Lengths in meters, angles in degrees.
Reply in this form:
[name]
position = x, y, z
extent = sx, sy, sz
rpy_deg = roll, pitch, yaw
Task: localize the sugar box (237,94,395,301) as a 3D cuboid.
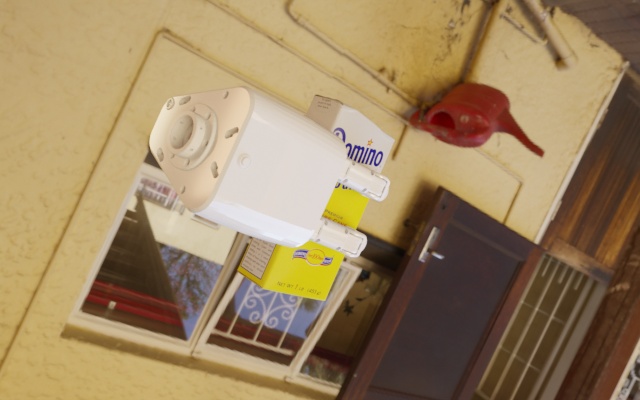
[sugar box]
position = 0.000, 0.002, 0.450
extent = 0.048, 0.176, 0.093
rpy_deg = 26, 2, 41
